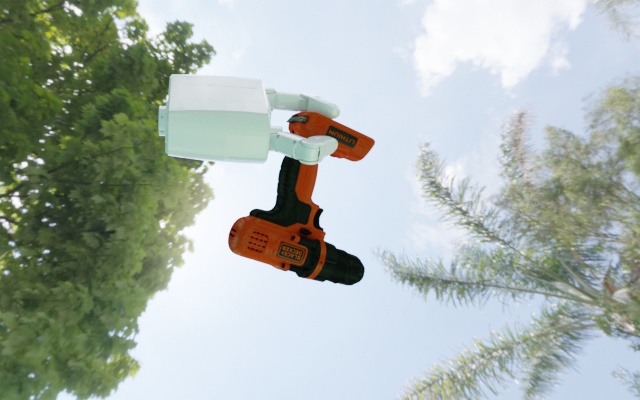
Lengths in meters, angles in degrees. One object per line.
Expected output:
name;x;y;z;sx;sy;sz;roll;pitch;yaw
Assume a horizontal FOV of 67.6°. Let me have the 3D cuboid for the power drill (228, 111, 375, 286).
power drill;0.000;0.001;0.575;0.184;0.187;0.057;21;-5;-30
